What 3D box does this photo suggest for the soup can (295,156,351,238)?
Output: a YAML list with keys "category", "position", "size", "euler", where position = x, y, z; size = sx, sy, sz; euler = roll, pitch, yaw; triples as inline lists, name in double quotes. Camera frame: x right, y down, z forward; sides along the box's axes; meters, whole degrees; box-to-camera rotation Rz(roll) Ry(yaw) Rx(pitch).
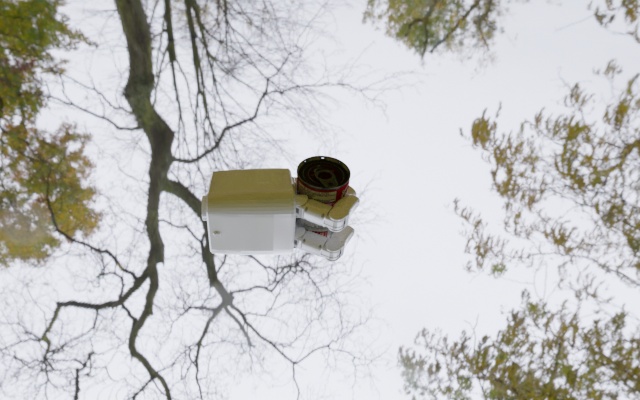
- category: "soup can"
  position: [0.001, 0.002, 0.628]
  size: [0.068, 0.102, 0.068]
  euler: [4, 40, -3]
